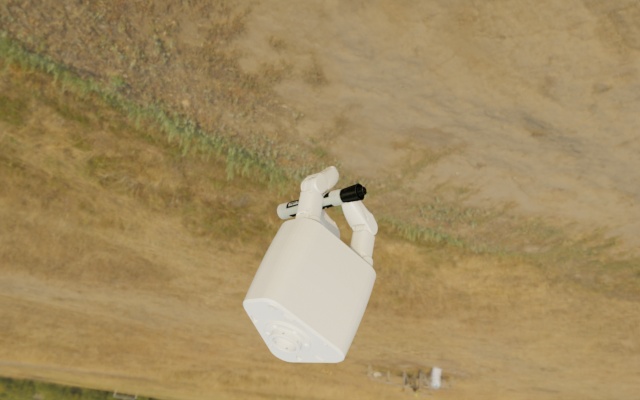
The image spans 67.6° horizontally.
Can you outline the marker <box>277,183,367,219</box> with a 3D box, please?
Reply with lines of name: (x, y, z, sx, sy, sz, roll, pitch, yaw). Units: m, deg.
marker: (0.000, 0.002, 0.544, 0.121, 0.020, 0.020, -14, -9, 37)
